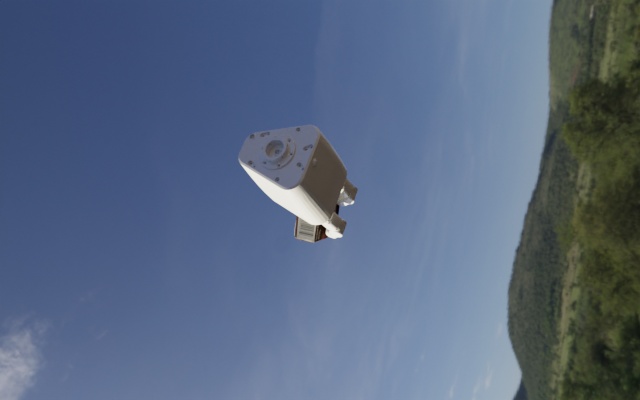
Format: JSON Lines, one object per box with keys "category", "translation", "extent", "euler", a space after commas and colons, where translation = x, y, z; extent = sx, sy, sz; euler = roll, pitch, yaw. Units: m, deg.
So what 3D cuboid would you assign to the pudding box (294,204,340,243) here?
{"category": "pudding box", "translation": [0.000, 0.002, 0.736], "extent": [0.039, 0.113, 0.090], "euler": [12, 8, 23]}
